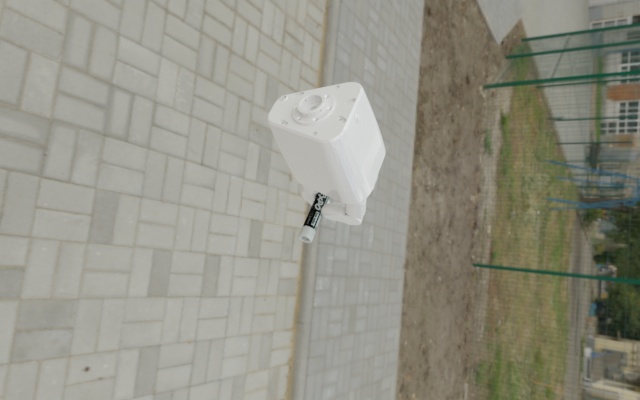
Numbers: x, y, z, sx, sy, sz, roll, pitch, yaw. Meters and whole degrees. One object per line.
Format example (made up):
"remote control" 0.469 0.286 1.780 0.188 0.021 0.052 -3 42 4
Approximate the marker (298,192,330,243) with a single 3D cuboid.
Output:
"marker" 0.000 0.002 0.648 0.020 0.121 0.020 17 -30 10
